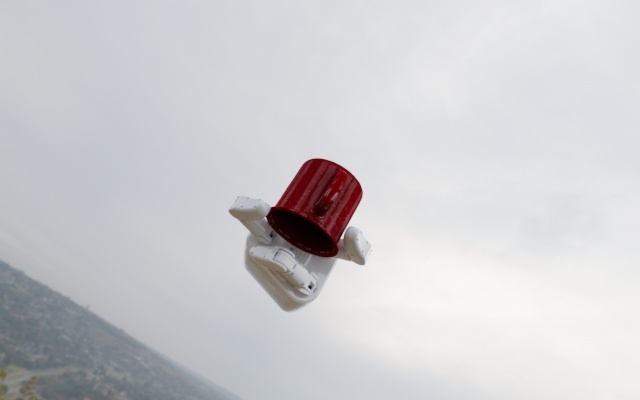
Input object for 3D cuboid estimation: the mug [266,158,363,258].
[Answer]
[{"bbox_3d":[0.000,0.001,0.536,0.093,0.081,0.117,32,-26,-2],"label":"mug"}]
